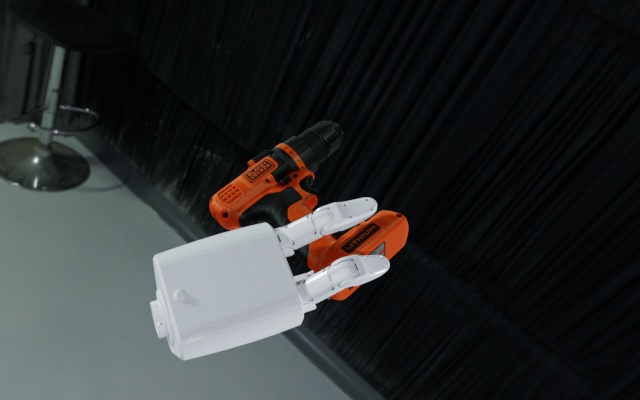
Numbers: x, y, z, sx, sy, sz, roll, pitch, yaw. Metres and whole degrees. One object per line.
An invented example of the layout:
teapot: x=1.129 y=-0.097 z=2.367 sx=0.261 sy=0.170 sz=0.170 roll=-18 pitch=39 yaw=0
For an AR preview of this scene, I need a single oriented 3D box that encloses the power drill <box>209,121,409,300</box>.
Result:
power drill: x=0.000 y=0.002 z=0.513 sx=0.184 sy=0.057 sz=0.187 roll=-40 pitch=55 yaw=-19
